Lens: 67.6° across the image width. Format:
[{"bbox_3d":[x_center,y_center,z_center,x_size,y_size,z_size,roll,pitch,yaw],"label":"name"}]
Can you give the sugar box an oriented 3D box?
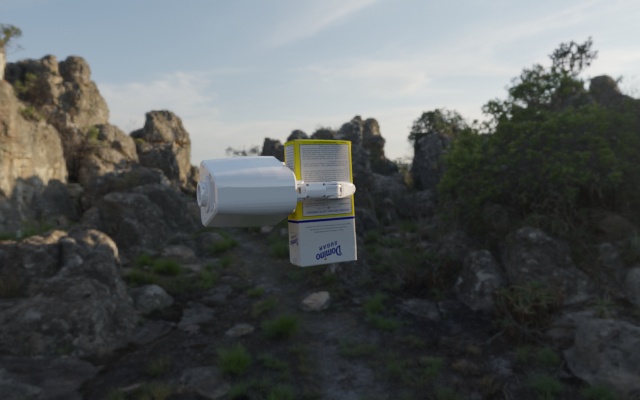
[{"bbox_3d":[0.000,0.002,0.688,0.093,0.176,0.048,-3,4,-26],"label":"sugar box"}]
